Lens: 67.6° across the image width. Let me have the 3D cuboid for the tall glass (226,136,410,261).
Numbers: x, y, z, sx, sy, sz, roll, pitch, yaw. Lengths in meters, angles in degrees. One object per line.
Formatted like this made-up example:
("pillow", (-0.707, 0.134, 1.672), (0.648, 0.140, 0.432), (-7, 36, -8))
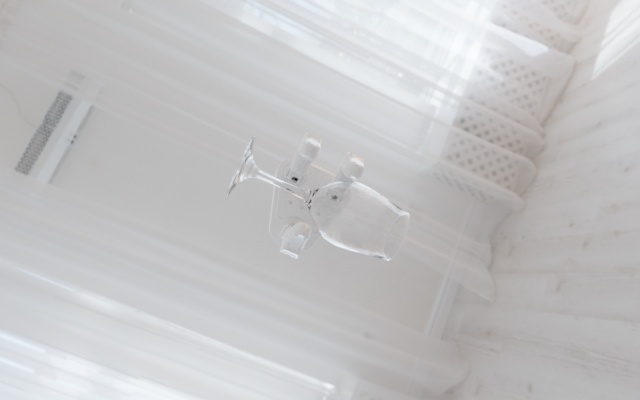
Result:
("tall glass", (-0.001, 0.002, 0.546), (0.201, 0.079, 0.079), (24, -3, -7))
